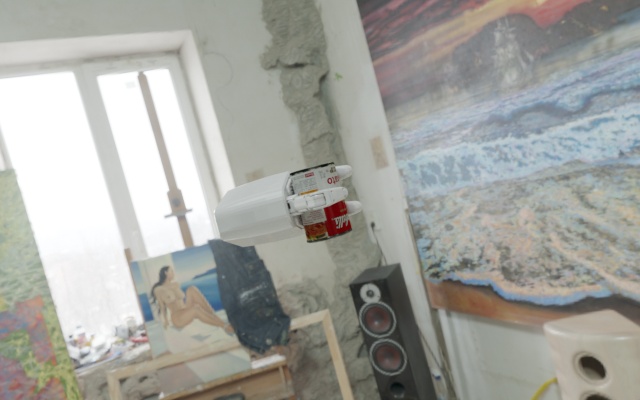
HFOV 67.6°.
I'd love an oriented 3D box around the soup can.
[{"bbox_3d":[0.000,0.002,0.680,0.068,0.102,0.068,-15,3,1],"label":"soup can"}]
